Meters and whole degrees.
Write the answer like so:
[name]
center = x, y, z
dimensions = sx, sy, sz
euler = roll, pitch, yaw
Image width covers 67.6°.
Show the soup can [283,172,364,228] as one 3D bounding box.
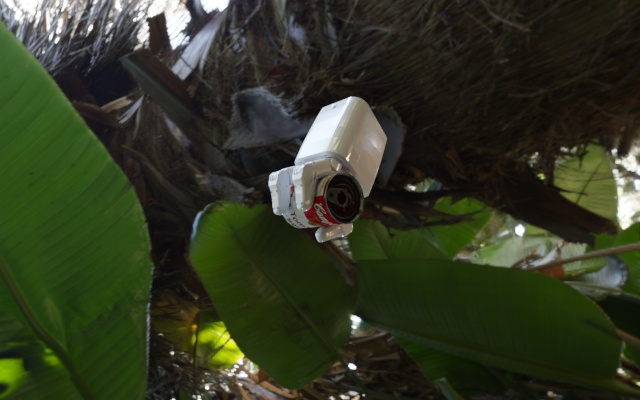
[soup can]
center = 0.000, 0.003, 0.655
dimensions = 0.068, 0.068, 0.102
euler = 0, -6, -40
